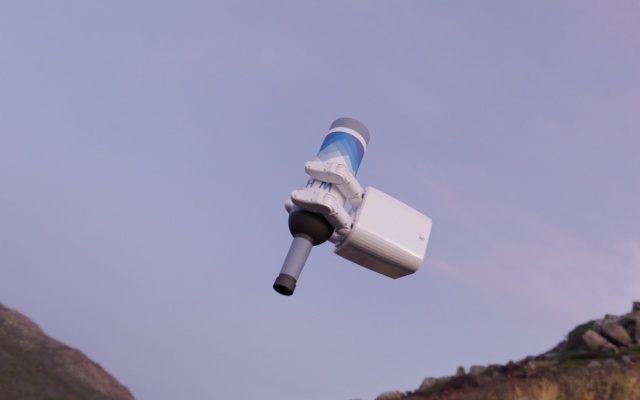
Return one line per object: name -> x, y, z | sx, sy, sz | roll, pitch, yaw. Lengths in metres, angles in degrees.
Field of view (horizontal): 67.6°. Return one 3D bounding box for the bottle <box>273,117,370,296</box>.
bottle -> 0.000, 0.002, 0.679 | 0.069, 0.295, 0.069 | 15, -36, 11
